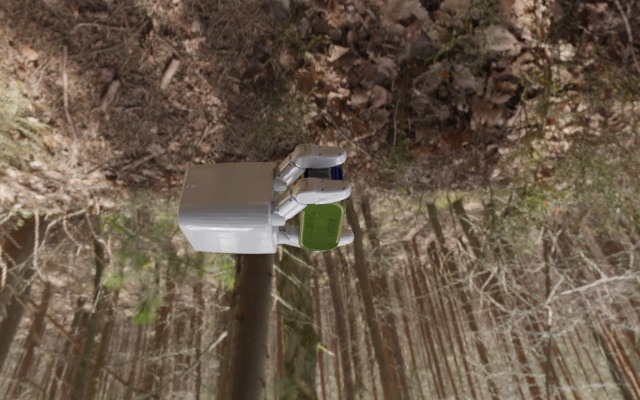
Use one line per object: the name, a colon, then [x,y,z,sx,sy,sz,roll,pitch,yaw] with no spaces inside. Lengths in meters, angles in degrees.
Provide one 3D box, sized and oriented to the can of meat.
can of meat: [0.000,0.002,0.591,0.057,0.083,0.102,3,-42,-4]
